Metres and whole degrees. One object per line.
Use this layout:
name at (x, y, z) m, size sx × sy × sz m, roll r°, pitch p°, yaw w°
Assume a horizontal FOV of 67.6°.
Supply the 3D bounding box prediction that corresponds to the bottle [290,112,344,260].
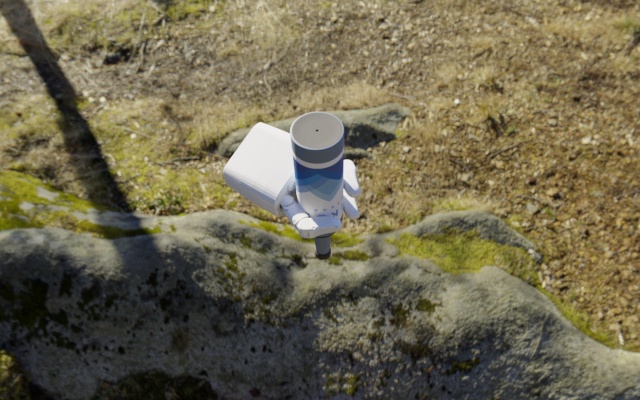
bottle at (0.000, 0.002, 0.698) m, size 0.069 × 0.069 × 0.296 m, roll 0°, pitch -37°, yaw 2°
